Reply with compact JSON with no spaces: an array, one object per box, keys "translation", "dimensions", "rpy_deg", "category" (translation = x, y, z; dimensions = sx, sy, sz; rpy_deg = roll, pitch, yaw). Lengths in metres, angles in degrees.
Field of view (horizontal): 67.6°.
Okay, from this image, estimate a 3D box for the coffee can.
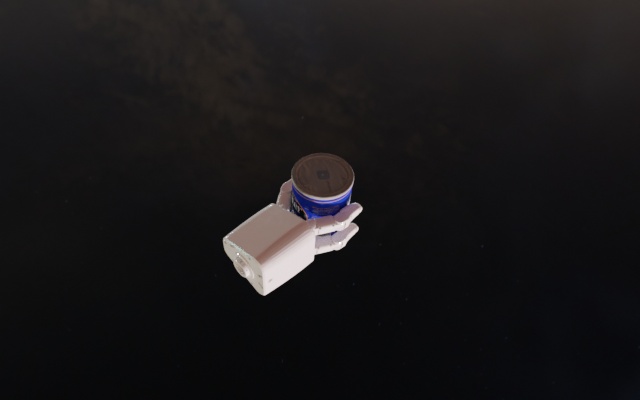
[{"translation":[0.000,0.002,0.830],"dimensions":[0.103,0.102,0.140],"rpy_deg":[0,-41,-4],"category":"coffee can"}]
